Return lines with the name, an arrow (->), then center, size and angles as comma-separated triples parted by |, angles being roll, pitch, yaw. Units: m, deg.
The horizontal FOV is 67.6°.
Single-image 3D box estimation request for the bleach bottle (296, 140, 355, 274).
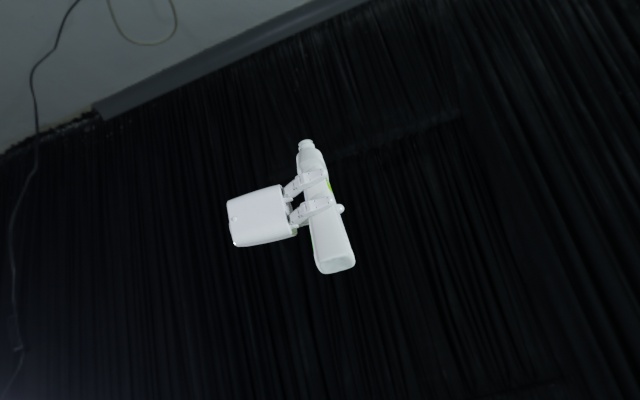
bleach bottle -> 0.000, 0.003, 0.894 | 0.068, 0.250, 0.103 | -15, -23, 3
